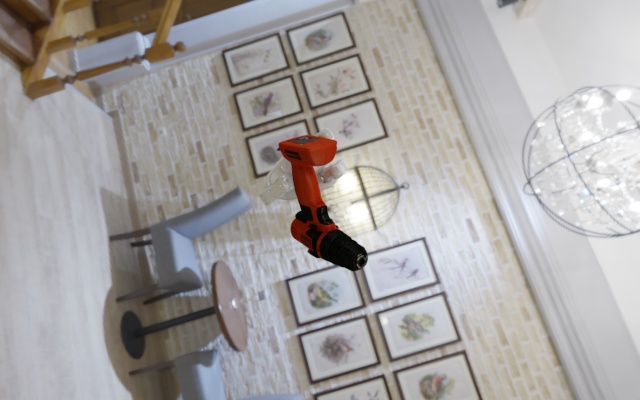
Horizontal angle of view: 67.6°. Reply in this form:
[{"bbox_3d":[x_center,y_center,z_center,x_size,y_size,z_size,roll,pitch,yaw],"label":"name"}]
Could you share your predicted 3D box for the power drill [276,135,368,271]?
[{"bbox_3d":[0.000,0.002,0.713,0.057,0.188,0.184,-19,22,-29],"label":"power drill"}]
